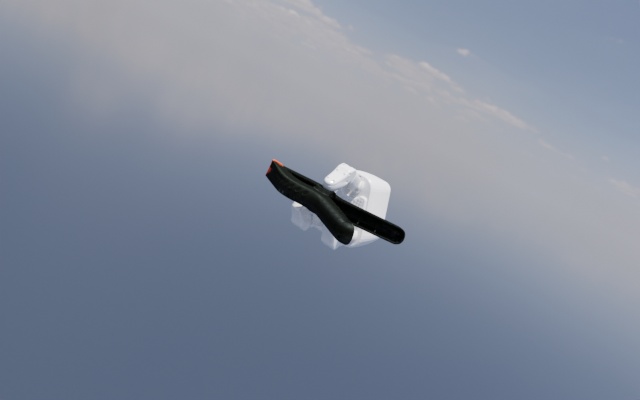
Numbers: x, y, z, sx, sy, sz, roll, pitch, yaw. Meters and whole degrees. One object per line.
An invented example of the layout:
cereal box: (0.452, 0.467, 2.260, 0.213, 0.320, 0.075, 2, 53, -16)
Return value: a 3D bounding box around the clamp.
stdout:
clamp: (0.000, 0.001, 0.631, 0.210, 0.036, 0.164, 31, 11, 23)
